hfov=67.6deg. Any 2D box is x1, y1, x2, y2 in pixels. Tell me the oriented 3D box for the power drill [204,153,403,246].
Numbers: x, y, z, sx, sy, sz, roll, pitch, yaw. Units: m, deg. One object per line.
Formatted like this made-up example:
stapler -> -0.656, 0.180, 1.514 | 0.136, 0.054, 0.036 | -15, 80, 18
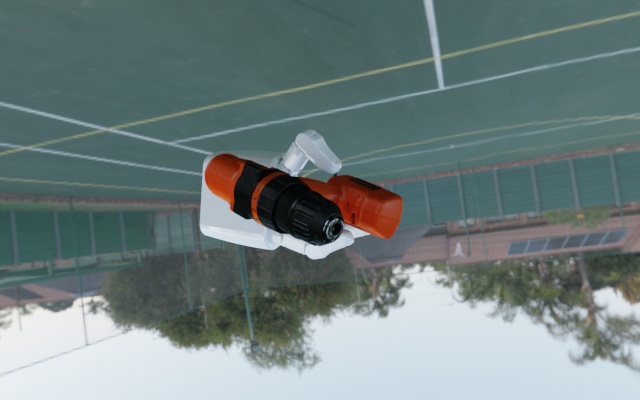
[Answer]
power drill -> 0.000, 0.002, 0.487 | 0.188, 0.057, 0.184 | 9, 12, -45
